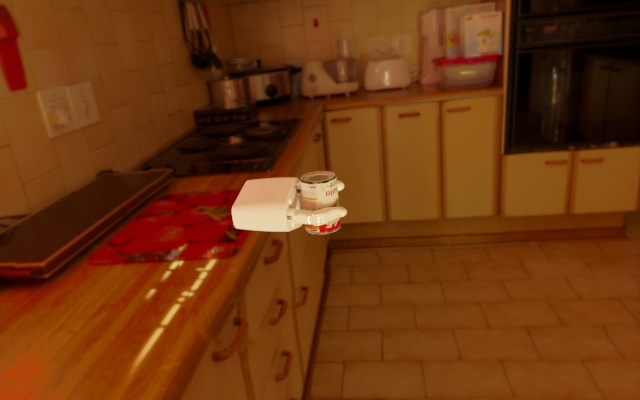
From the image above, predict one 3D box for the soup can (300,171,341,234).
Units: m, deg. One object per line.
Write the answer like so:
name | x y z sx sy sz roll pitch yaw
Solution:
soup can | 0.001 0.003 0.888 0.068 0.102 0.068 -5 21 2
